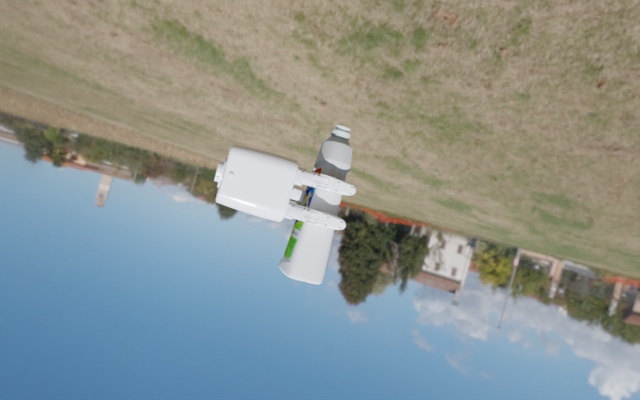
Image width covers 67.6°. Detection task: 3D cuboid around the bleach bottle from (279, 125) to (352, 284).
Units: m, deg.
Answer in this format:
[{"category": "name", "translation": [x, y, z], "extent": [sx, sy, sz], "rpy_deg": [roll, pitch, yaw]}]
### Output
[{"category": "bleach bottle", "translation": [0.000, 0.003, 0.777], "extent": [0.068, 0.251, 0.102], "rpy_deg": [16, 0, -13]}]
